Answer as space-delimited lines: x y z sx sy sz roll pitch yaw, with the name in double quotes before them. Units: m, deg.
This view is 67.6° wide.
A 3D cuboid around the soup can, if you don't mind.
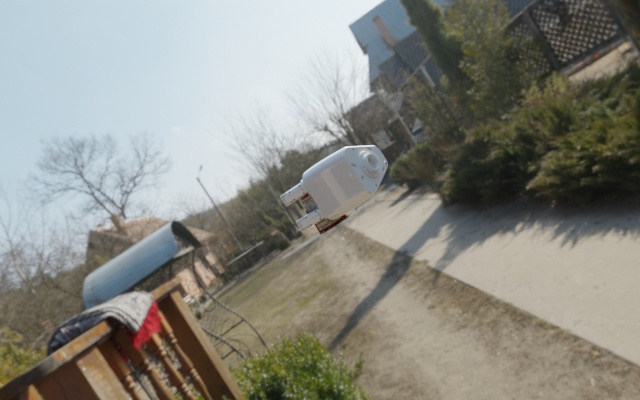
"soup can" 0.000 0.003 0.896 0.068 0.102 0.068 -33 2 1
